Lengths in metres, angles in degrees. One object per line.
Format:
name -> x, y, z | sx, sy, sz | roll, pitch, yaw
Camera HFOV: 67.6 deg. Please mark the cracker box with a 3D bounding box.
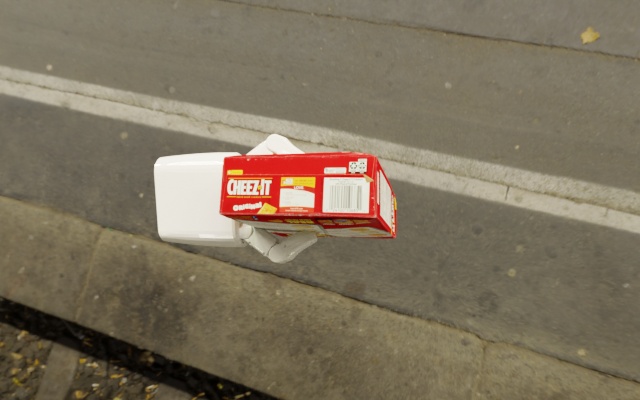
cracker box -> 0.000, 0.002, 0.571 | 0.164, 0.072, 0.214 | 0, -9, 14
